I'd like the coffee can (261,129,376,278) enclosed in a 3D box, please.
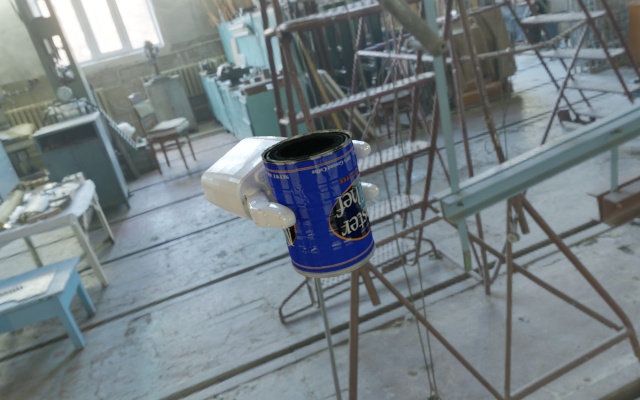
[{"bbox_3d":[0.000,0.002,0.543,0.103,0.140,0.102,-12,22,5],"label":"coffee can"}]
